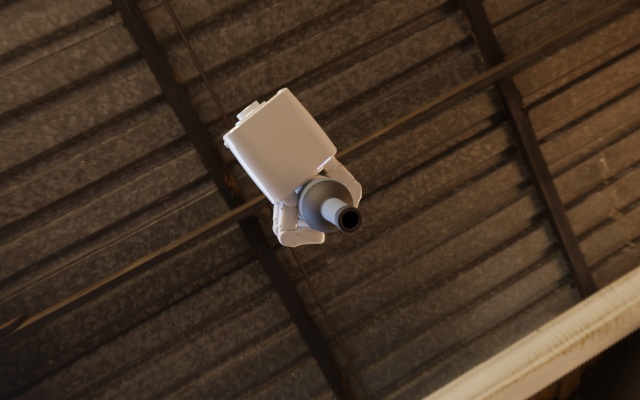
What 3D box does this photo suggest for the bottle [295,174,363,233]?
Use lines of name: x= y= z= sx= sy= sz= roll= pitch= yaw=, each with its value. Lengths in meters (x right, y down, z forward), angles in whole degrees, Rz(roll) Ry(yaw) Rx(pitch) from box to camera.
bottle: x=0.000 y=0.002 z=0.623 sx=0.069 sy=0.069 sz=0.295 roll=0 pitch=7 yaw=-12
